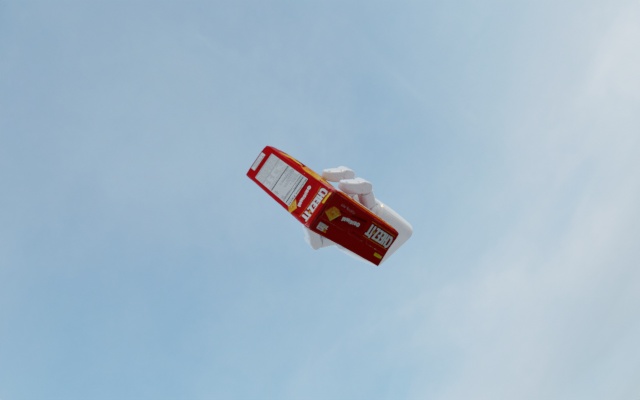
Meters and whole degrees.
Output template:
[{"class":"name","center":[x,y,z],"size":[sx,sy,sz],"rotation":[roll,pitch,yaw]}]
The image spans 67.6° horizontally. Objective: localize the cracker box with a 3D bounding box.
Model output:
[{"class":"cracker box","center":[0.000,0.003,0.764],"size":[0.164,0.072,0.213],"rotation":[31,3,-40]}]
